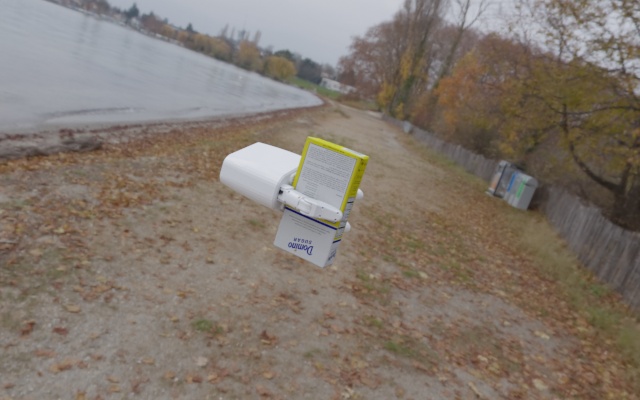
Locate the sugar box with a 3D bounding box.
[{"bbox_3d":[0.000,0.002,0.722,0.093,0.176,0.048,23,14,20],"label":"sugar box"}]
